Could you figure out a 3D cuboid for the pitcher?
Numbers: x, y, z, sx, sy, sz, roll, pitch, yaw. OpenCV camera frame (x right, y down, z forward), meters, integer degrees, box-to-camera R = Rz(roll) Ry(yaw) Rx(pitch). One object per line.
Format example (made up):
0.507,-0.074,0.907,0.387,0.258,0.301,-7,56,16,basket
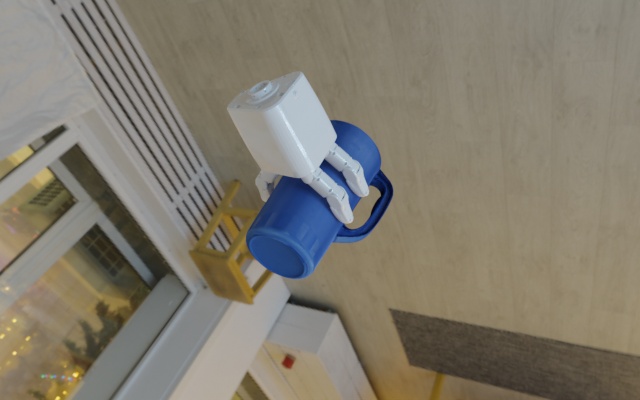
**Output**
0.000,0.002,0.729,0.149,0.145,0.242,0,43,35,pitcher
